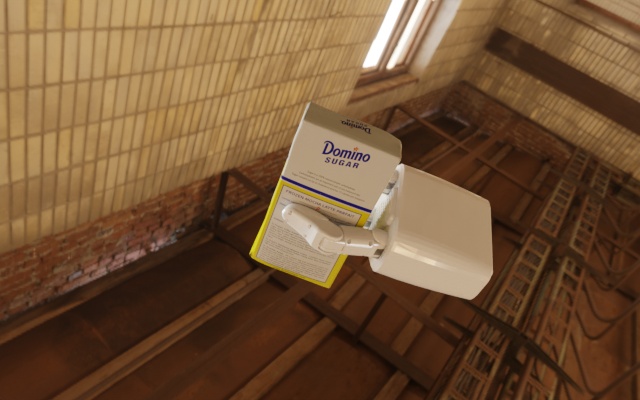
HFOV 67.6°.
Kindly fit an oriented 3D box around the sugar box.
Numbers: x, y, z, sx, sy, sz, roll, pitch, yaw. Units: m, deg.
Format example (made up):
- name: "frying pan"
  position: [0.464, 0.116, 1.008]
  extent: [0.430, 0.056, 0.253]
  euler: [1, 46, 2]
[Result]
- name: "sugar box"
  position: [0.000, 0.001, 0.465]
  extent: [0.093, 0.176, 0.048]
  euler: [22, 34, -6]
